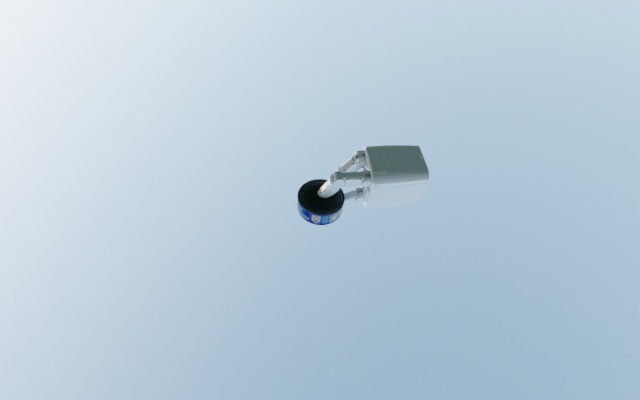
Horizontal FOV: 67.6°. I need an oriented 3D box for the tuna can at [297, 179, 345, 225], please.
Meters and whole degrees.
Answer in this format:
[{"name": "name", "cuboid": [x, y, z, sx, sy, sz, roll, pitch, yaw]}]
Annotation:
[{"name": "tuna can", "cuboid": [0.000, 0.003, 0.872, 0.086, 0.086, 0.034, 0, -40, -6]}]
